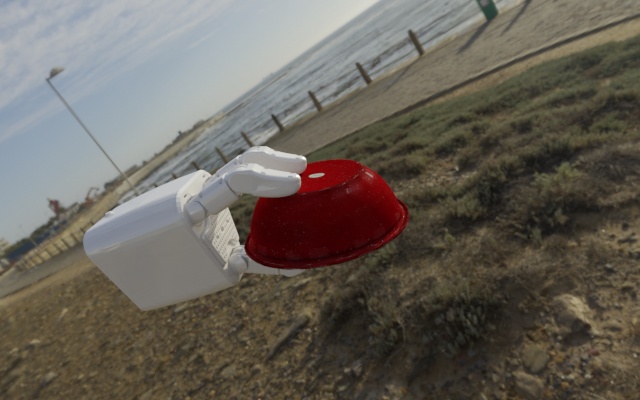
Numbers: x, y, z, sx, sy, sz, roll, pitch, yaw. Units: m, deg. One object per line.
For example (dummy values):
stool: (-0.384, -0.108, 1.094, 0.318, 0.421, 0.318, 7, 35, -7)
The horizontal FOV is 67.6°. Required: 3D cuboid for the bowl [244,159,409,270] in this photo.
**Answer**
bowl: (0.001, 0.001, 0.453, 0.162, 0.055, 0.162, -11, 20, 4)
